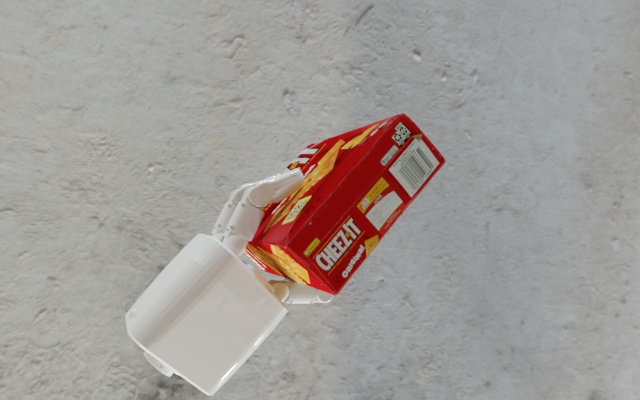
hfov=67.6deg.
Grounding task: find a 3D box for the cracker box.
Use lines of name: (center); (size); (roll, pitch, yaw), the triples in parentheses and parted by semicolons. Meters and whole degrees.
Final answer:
cracker box: (0.000, 0.002, 0.495); (0.072, 0.164, 0.213); (47, -18, -16)
